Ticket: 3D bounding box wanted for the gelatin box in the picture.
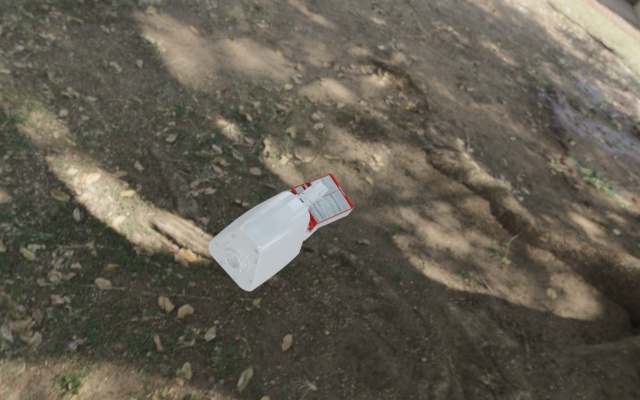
[{"bbox_3d":[0.001,0.002,0.787,0.089,0.073,0.030,-23,-18,-37],"label":"gelatin box"}]
